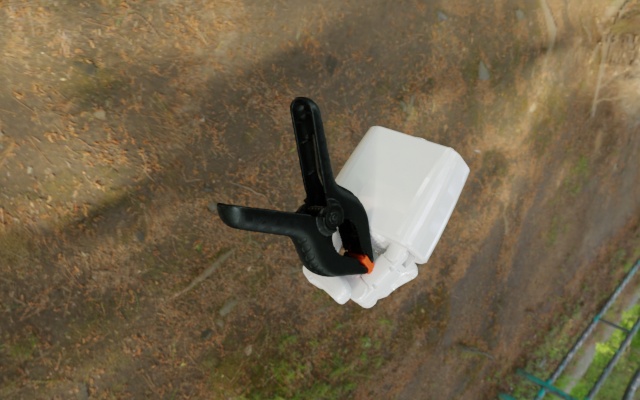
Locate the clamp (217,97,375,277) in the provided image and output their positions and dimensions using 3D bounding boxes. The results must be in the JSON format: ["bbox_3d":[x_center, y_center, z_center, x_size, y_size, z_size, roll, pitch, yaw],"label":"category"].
[{"bbox_3d":[0.001,0.002,0.401,0.039,0.120,0.171,16,-19,44],"label":"clamp"}]
